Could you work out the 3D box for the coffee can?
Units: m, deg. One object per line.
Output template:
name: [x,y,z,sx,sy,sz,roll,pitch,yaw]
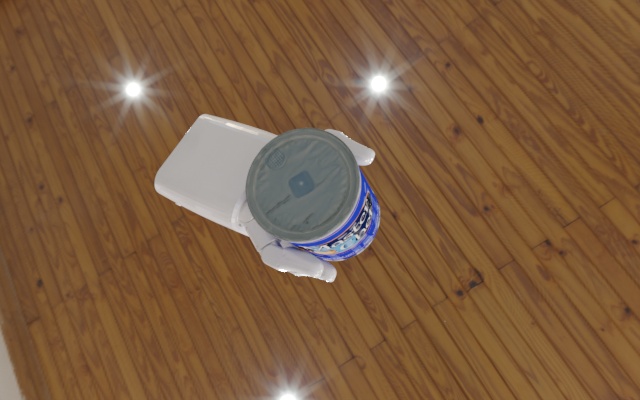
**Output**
coffee can: [0.000,0.002,0.475,0.103,0.102,0.140,0,-14,15]
